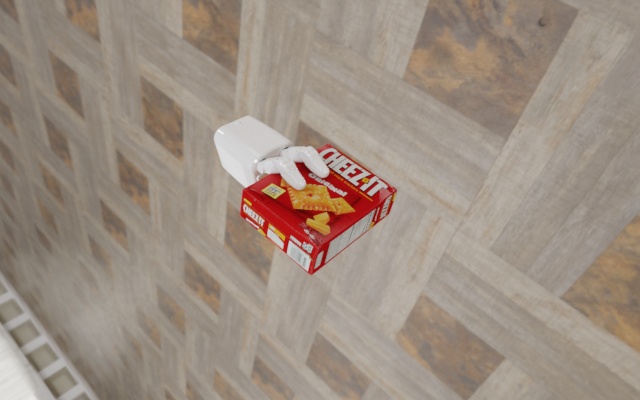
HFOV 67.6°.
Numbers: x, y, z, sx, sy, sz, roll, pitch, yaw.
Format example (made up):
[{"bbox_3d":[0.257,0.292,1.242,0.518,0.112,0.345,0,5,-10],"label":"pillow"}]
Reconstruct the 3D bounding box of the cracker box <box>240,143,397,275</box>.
[{"bbox_3d":[0.000,0.003,0.798,0.164,0.072,0.213,37,47,23],"label":"cracker box"}]
